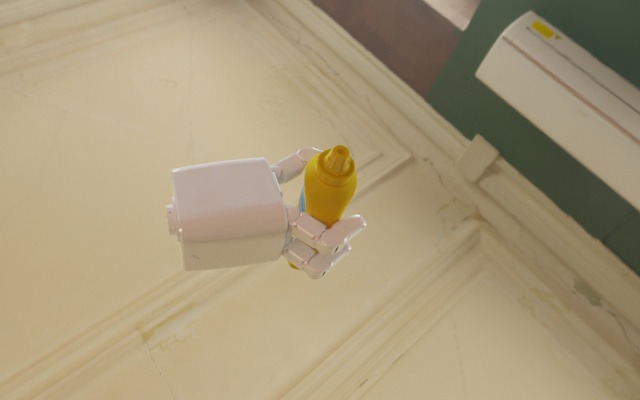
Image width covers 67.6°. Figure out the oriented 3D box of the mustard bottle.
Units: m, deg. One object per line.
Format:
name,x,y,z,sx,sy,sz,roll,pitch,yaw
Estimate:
mustard bottle,0.000,0.002,0.551,0.058,0.096,0.192,14,-34,-5
